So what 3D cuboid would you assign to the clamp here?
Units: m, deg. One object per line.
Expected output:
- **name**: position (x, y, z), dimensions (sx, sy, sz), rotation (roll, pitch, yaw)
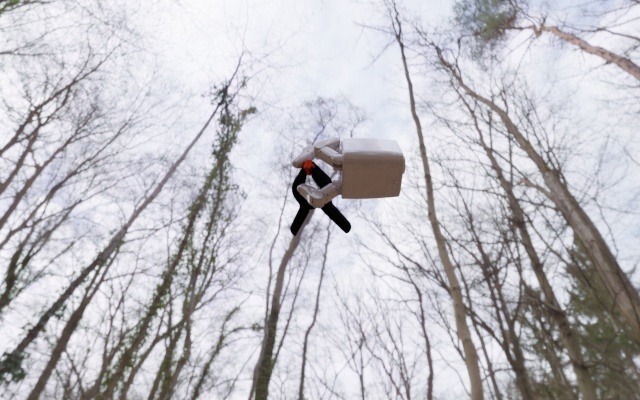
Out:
- **clamp**: position (0.000, 0.002, 0.895), dimensions (0.120, 0.172, 0.039), rotation (0, 40, 0)
